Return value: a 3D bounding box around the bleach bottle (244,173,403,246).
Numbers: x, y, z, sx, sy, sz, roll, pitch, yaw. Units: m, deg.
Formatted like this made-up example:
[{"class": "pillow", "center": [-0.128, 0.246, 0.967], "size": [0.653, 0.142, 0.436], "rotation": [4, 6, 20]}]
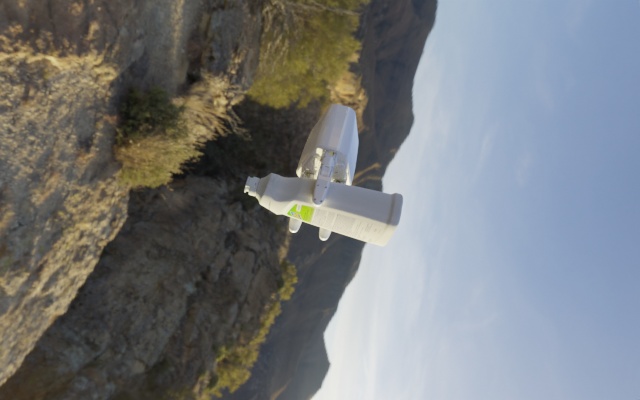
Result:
[{"class": "bleach bottle", "center": [0.000, 0.003, 0.784], "size": [0.251, 0.068, 0.103], "rotation": [16, -33, -1]}]
